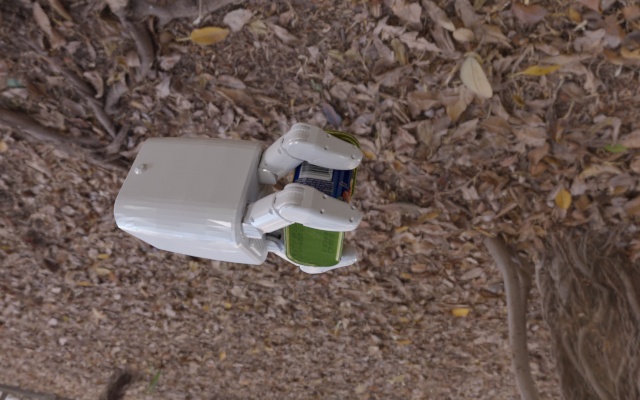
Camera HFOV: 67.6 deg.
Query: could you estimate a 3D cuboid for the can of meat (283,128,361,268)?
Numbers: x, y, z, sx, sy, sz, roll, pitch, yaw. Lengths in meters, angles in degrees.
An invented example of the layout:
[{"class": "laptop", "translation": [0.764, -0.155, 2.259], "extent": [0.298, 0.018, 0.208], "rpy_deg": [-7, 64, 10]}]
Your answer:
[{"class": "can of meat", "translation": [0.000, 0.002, 0.426], "extent": [0.057, 0.084, 0.102], "rpy_deg": [9, -34, 4]}]
